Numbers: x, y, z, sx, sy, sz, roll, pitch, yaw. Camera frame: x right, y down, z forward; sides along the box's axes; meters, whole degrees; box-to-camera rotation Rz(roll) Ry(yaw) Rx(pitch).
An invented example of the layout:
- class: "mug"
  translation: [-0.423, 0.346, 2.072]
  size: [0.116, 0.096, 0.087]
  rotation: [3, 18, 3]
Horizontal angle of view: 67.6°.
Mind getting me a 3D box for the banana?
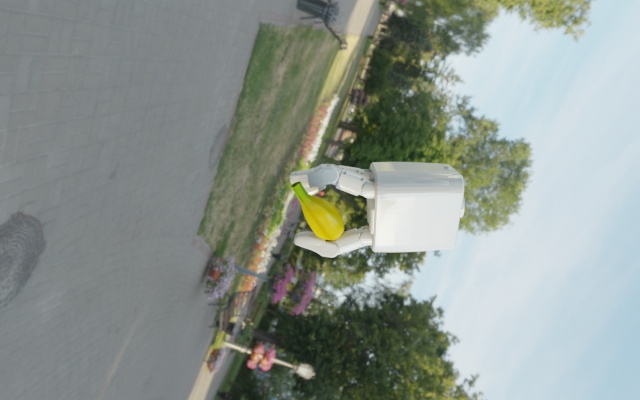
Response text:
- class: "banana"
  translation: [0.006, 0.019, 0.610]
  size: [0.037, 0.069, 0.198]
  rotation: [-22, -9, 4]
